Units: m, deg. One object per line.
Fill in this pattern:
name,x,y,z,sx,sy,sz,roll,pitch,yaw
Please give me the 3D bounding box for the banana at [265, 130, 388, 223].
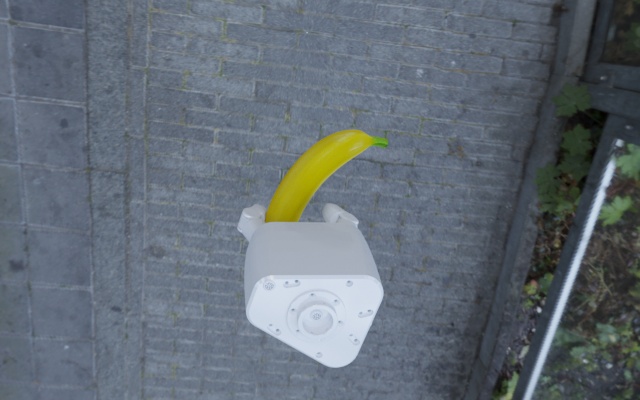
banana,-0.011,-0.012,0.531,0.070,0.198,0.037,41,7,-22
